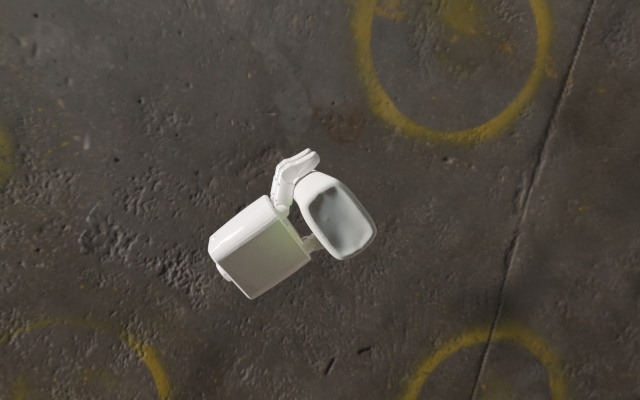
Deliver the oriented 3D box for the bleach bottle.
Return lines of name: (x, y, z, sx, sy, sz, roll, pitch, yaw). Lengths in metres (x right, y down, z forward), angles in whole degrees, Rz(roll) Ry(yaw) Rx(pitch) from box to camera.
bleach bottle: (0.000, 0.002, 0.693, 0.068, 0.102, 0.250, -37, 14, -2)
